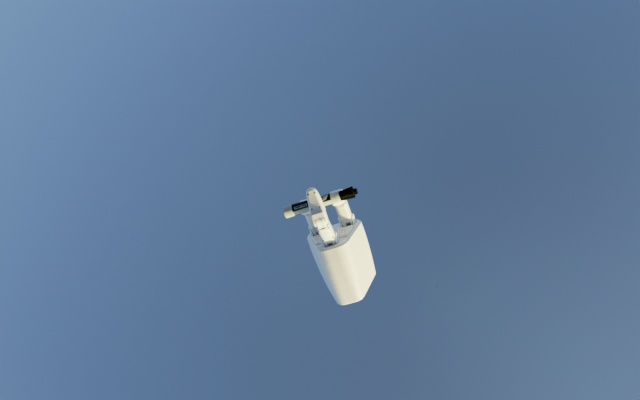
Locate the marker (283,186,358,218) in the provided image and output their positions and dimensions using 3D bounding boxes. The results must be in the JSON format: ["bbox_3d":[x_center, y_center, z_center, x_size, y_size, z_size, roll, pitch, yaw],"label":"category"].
[{"bbox_3d":[0.000,0.002,0.749,0.121,0.020,0.020,-17,-3,10],"label":"marker"}]
